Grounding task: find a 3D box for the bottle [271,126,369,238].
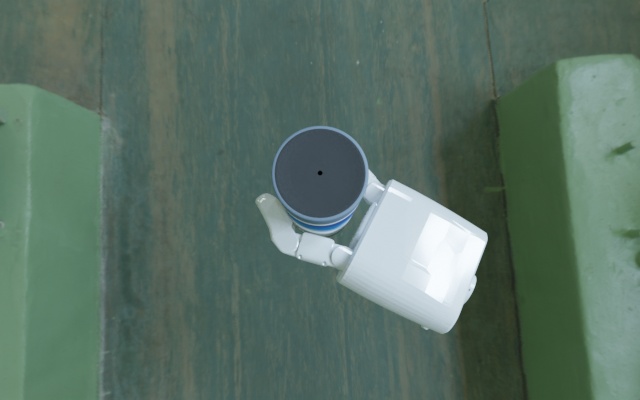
[{"bbox_3d":[0.000,0.001,0.469,0.069,0.069,0.296,0,-8,0],"label":"bottle"}]
